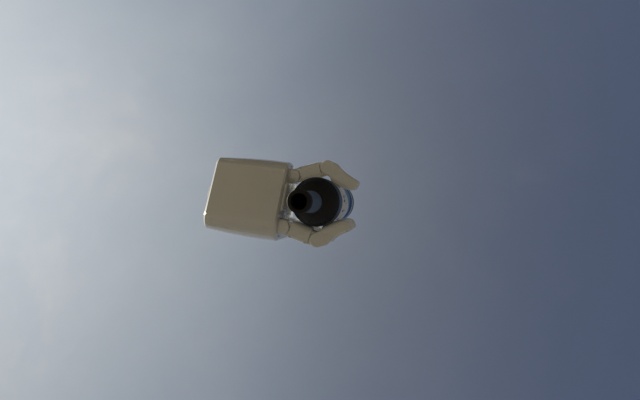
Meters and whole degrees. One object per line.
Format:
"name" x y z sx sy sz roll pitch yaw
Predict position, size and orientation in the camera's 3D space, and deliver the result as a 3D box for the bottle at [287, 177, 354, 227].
"bottle" 0.000 0.002 0.672 0.069 0.069 0.296 0 0 9
